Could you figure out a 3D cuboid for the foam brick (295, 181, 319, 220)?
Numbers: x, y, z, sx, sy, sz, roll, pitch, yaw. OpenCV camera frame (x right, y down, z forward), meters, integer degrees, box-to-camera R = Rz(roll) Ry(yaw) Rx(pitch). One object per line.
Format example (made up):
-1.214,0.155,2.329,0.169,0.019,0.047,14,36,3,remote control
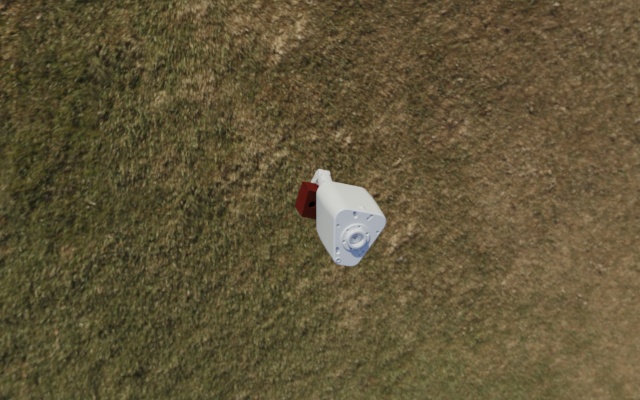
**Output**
0.000,0.003,0.883,0.078,0.053,0.051,10,20,-19,foam brick
